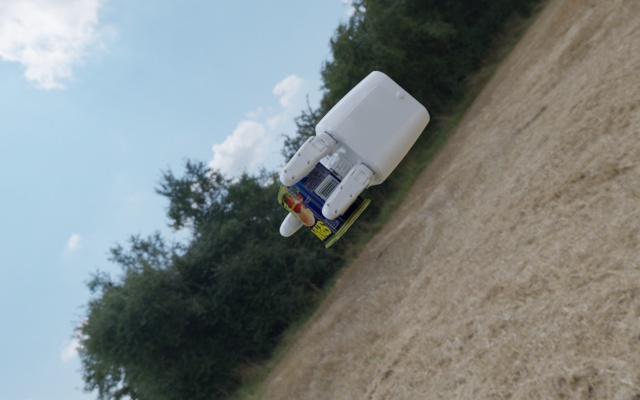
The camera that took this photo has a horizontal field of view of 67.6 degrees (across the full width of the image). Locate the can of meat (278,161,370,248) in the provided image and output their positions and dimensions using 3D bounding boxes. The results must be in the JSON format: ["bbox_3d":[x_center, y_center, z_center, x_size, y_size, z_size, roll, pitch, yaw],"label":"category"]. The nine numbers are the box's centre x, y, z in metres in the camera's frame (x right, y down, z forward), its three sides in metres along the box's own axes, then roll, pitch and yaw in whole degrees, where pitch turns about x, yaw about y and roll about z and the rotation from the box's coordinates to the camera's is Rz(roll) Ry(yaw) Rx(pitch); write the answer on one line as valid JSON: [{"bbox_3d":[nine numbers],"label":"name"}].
[{"bbox_3d":[0.000,0.002,0.544,0.084,0.057,0.102,41,-15,2],"label":"can of meat"}]
